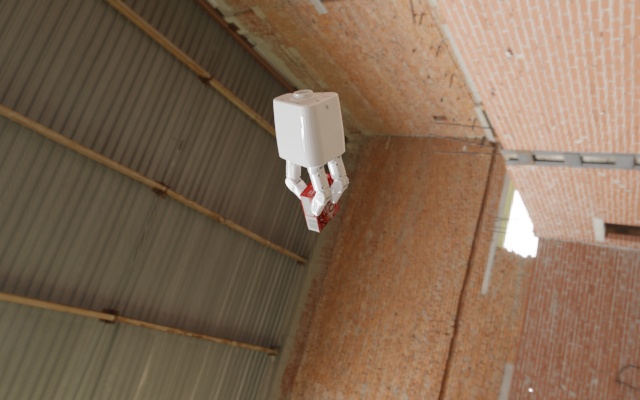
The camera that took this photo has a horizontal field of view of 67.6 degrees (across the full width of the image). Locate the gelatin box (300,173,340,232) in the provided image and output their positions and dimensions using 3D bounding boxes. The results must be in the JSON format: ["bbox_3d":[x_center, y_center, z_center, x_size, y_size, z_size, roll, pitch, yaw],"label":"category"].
[{"bbox_3d":[0.000,0.003,0.894,0.030,0.089,0.073,15,45,31],"label":"gelatin box"}]
